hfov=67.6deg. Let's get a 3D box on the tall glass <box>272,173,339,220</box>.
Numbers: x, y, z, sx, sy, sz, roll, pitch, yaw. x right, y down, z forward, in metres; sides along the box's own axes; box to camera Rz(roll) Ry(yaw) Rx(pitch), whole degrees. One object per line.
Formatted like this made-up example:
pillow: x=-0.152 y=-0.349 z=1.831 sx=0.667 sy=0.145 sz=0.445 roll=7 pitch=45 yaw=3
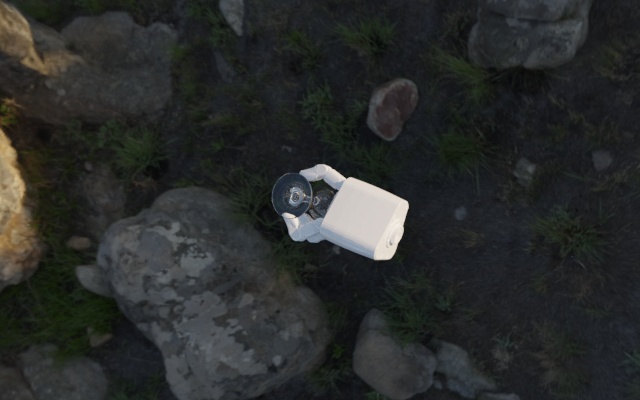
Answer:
tall glass: x=0.000 y=0.003 z=0.846 sx=0.079 sy=0.079 sz=0.201 roll=0 pitch=-6 yaw=28
